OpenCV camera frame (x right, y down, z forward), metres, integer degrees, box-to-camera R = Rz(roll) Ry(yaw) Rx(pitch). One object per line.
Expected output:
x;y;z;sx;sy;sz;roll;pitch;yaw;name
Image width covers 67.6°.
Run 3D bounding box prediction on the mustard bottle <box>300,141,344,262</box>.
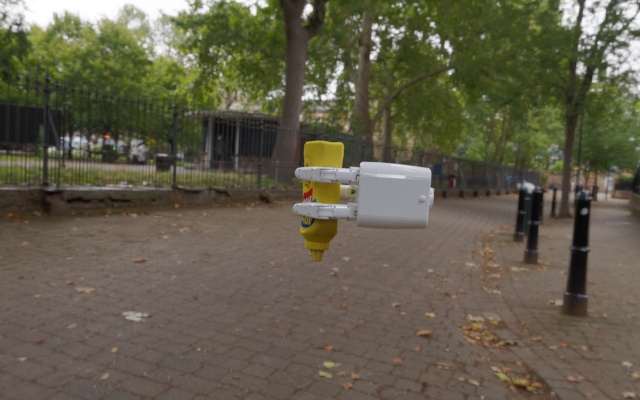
0.000;0.002;0.769;0.058;0.191;0.096;2;4;-20;mustard bottle
